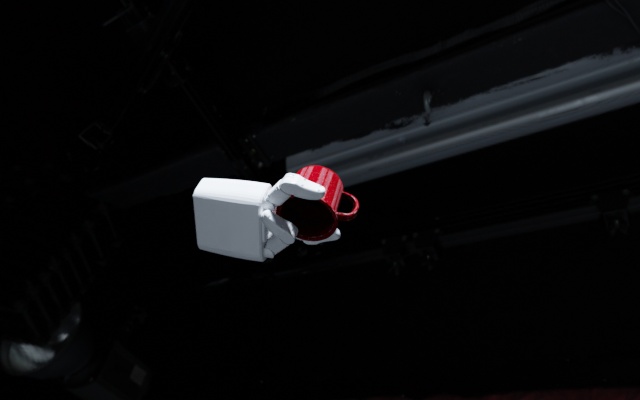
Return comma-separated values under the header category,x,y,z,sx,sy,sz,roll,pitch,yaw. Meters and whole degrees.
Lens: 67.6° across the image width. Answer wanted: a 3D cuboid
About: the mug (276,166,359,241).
category,x,y,z,sx,sy,sz,roll,pitch,yaw
mug,0.002,0.002,0.720,0.117,0.093,0.081,7,41,11
